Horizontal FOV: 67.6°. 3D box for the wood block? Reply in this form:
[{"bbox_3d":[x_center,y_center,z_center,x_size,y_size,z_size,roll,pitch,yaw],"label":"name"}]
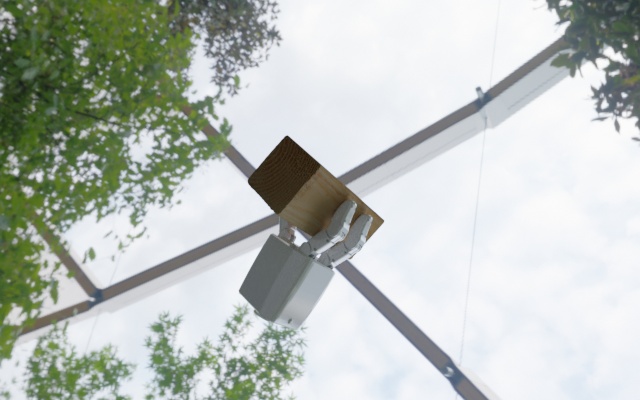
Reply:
[{"bbox_3d":[0.000,0.003,0.721,0.090,0.090,0.206,43,4,39],"label":"wood block"}]
